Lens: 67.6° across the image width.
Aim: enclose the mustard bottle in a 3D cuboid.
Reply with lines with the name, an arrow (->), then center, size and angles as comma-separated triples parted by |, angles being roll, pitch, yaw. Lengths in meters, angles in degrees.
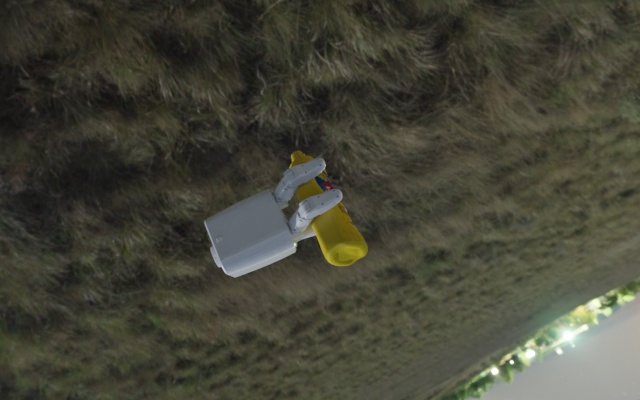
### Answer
mustard bottle -> 0.001, 0.002, 0.714 | 0.058, 0.191, 0.096 | -34, -27, 13
